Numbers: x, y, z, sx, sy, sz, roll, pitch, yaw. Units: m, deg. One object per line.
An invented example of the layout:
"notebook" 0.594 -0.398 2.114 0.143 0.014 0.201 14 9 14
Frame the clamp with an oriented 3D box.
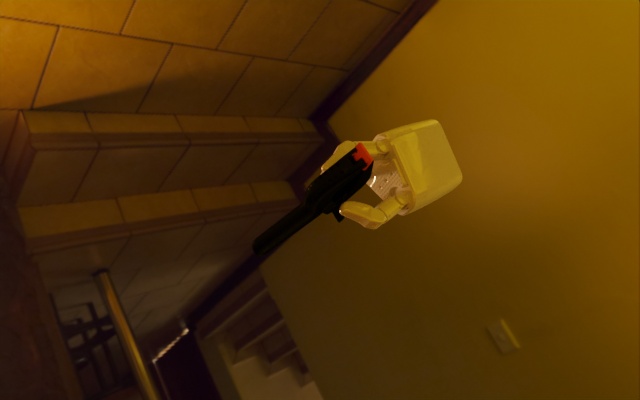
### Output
"clamp" 0.001 0.002 0.619 0.164 0.036 0.210 -25 -17 -31
